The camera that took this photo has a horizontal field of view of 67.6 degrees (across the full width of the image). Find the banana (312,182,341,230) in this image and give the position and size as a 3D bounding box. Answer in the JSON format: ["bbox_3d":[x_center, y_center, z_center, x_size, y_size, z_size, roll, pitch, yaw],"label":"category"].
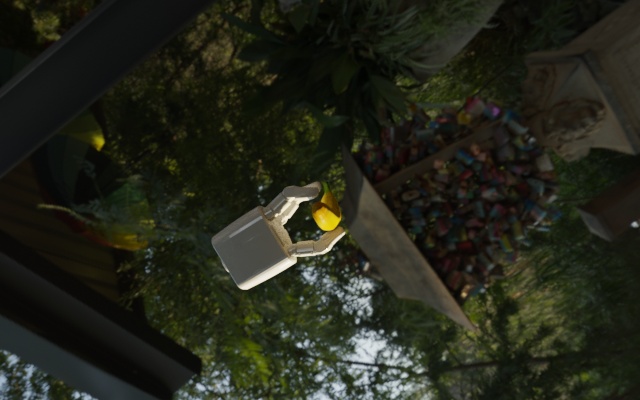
[{"bbox_3d":[0.009,0.018,0.817,0.037,0.069,0.197,-27,9,8],"label":"banana"}]
